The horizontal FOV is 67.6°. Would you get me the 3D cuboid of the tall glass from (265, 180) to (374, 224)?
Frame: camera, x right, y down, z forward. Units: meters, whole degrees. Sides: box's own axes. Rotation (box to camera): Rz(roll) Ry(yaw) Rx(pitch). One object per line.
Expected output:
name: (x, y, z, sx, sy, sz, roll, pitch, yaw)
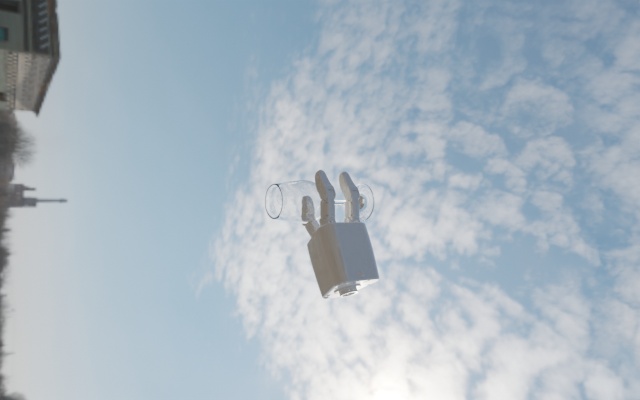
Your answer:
tall glass: (0.001, 0.003, 0.881, 0.201, 0.079, 0.079, 1, -1, -35)
